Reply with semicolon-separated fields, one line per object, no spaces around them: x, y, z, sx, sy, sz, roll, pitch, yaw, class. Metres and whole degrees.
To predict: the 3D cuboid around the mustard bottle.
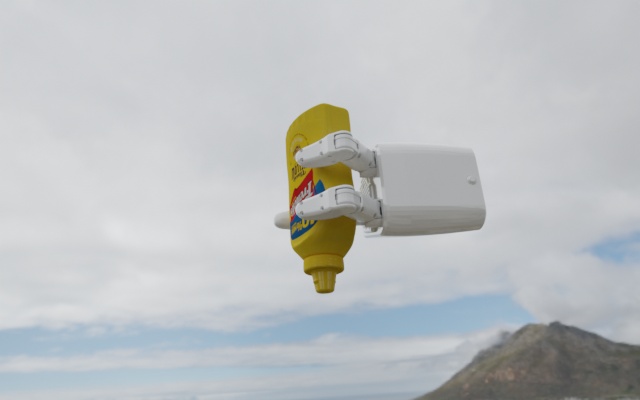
0.000;0.001;0.503;0.058;0.191;0.096;10;-26;-30;mustard bottle
